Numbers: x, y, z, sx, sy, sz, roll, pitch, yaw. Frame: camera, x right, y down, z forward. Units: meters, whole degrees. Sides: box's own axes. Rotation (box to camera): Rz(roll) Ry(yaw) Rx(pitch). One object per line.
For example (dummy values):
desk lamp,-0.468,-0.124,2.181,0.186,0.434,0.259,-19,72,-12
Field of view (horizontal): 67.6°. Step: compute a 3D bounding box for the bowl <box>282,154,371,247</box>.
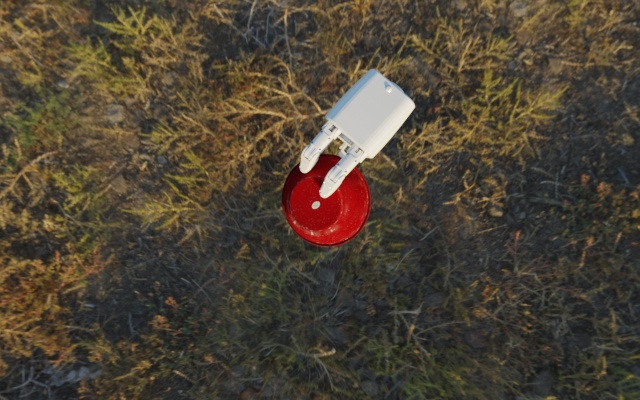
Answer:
bowl,-0.001,0.004,0.801,0.162,0.162,0.055,0,6,18
